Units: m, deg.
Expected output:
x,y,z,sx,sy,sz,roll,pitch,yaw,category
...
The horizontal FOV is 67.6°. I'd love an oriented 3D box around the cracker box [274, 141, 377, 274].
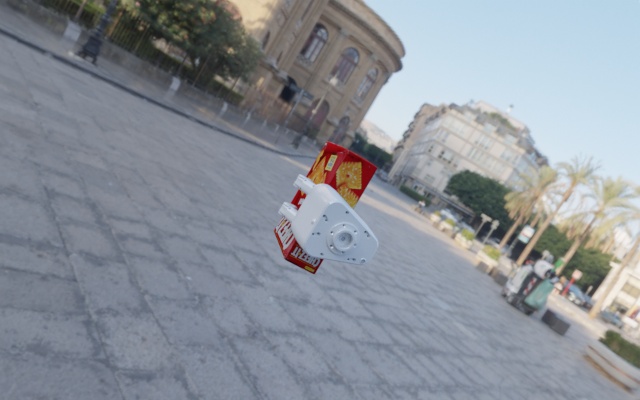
x,y,z,sx,sy,sz,roll,pitch,yaw,category
0.000,0.003,0.871,0.072,0.214,0.164,29,6,-17,cracker box
